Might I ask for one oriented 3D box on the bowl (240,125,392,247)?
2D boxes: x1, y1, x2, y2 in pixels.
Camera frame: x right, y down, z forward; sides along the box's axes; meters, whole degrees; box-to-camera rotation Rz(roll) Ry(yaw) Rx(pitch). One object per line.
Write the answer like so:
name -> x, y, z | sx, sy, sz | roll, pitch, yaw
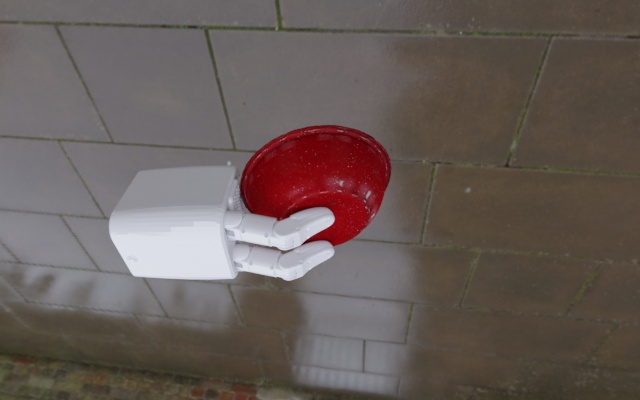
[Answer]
bowl -> 0.001, 0.002, 0.488 | 0.162, 0.055, 0.162 | -7, -40, -6
